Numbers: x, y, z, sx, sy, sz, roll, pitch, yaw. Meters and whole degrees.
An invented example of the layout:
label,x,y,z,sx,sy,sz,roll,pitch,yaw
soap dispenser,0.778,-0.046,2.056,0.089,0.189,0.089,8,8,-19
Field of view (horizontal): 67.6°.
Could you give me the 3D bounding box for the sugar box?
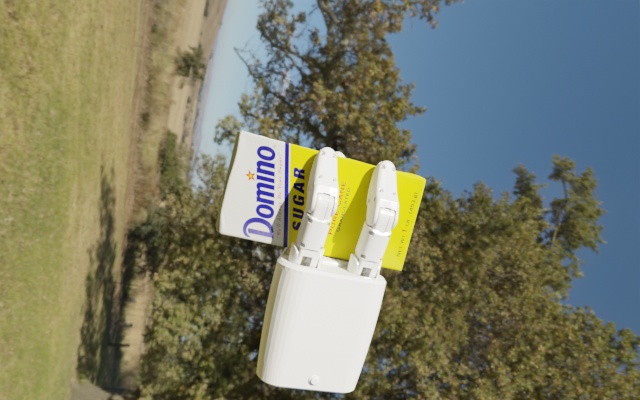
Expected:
label,x,y,z,sx,sy,sz,roll,pitch,yaw
sugar box,0.000,0.002,0.441,0.176,0.093,0.048,12,5,-16
